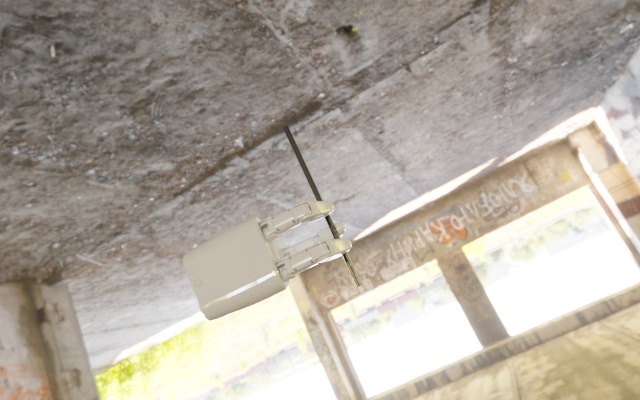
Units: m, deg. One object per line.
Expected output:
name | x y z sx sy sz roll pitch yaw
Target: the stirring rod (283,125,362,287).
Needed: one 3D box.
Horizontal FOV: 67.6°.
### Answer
stirring rod | 0.000 0.002 0.632 0.011 0.239 0.011 -23 -16 -7
